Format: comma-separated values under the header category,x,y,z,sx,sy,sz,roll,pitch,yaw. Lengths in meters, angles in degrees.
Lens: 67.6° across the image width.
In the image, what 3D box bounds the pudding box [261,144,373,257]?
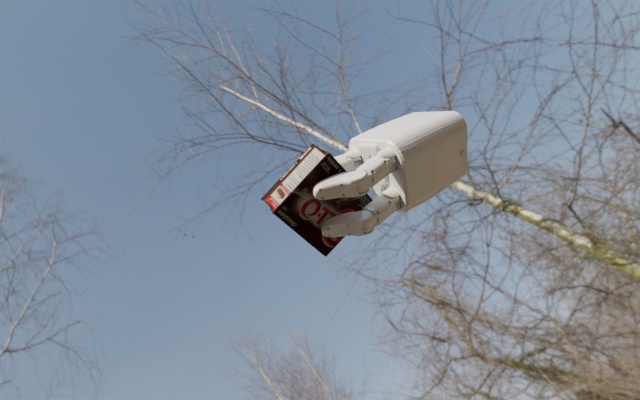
category,x,y,z,sx,sy,sz,roll,pitch,yaw
pudding box,0.000,0.002,0.554,0.113,0.090,0.039,43,-2,-41
